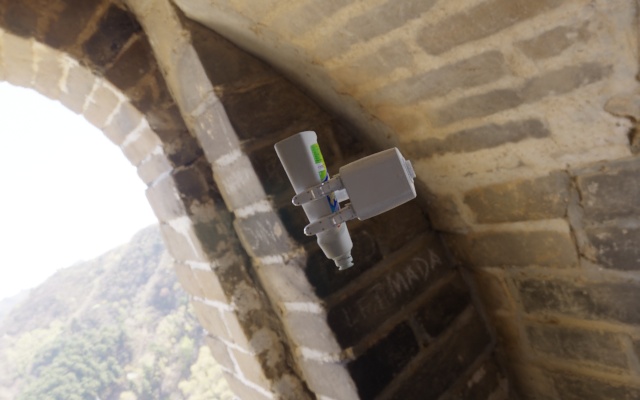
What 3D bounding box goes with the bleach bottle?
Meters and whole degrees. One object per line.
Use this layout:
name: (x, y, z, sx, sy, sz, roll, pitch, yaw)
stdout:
bleach bottle: (0.000, 0.003, 0.861, 0.068, 0.251, 0.102, -22, 4, 15)
